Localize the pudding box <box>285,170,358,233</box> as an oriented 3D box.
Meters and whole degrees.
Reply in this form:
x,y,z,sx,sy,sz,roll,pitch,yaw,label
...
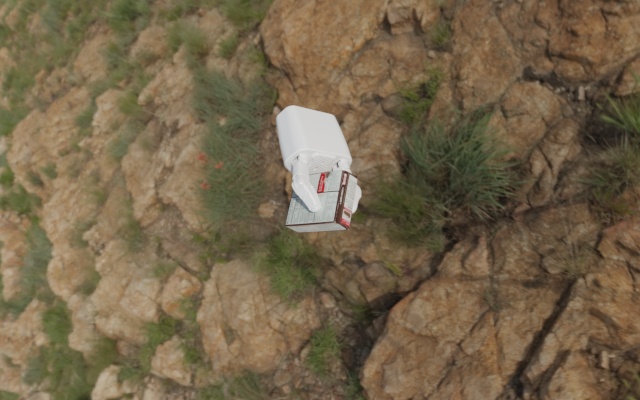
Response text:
x,y,z,sx,sy,sz,roll,pitch,yaw,label
0.000,0.002,0.761,0.113,0.090,0.039,-7,-24,44,pudding box
